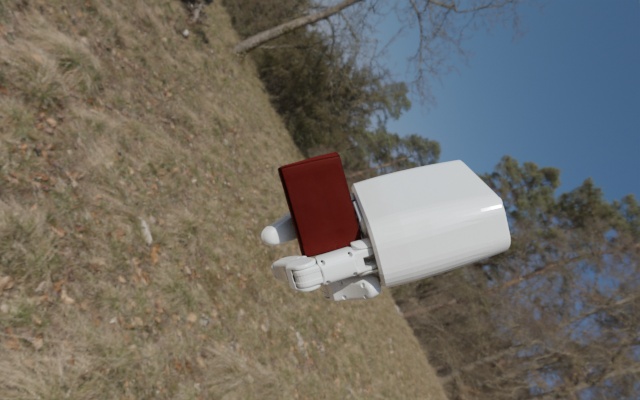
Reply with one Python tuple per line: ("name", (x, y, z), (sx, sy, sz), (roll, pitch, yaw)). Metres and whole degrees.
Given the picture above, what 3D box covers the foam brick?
("foam brick", (0.000, 0.001, 0.408), (0.051, 0.078, 0.053), (-15, 9, 2))
